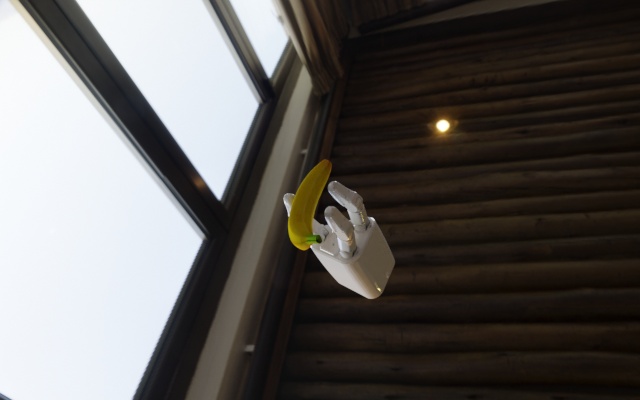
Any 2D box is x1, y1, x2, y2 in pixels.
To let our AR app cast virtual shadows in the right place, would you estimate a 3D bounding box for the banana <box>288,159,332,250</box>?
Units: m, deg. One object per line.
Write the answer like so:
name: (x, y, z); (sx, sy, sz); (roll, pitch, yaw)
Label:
banana: (-0.016, 0.011, 0.732); (0.069, 0.037, 0.197); (-23, 34, 22)
